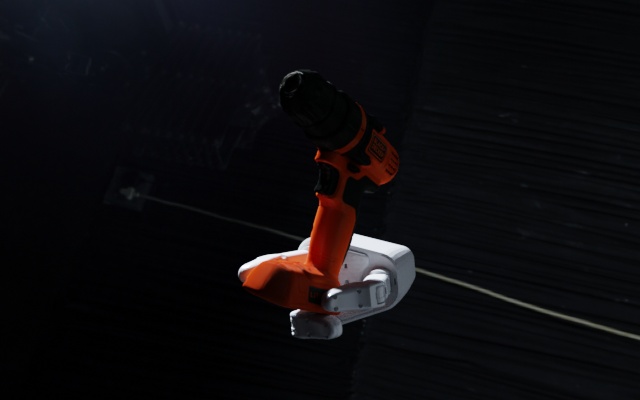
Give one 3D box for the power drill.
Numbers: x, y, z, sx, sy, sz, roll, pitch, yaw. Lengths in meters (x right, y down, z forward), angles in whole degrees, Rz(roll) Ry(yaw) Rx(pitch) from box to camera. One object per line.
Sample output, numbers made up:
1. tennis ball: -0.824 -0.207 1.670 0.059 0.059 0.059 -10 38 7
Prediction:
1. power drill: 0.000 0.002 0.424 0.057 0.187 0.184 16 -8 36
